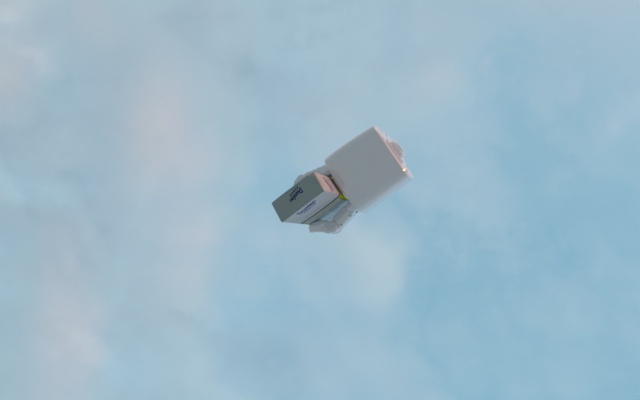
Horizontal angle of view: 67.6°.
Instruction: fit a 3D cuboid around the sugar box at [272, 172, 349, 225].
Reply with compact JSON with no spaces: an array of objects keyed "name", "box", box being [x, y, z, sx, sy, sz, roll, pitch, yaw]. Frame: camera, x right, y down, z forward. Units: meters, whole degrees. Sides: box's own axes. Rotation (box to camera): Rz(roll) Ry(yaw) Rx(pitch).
[{"name":"sugar box","box":[0.000,0.002,0.835,0.093,0.048,0.176,-36,-22,18]}]
